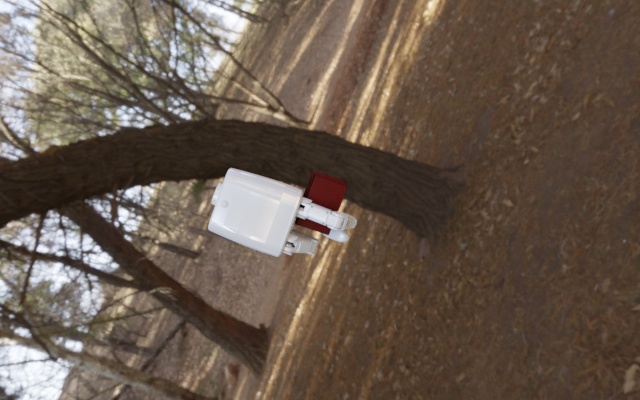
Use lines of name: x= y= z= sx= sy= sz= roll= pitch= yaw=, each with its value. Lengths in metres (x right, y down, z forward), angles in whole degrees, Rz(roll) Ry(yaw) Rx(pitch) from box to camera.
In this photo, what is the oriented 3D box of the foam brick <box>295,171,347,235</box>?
foam brick: x=0.000 y=0.002 z=0.688 sx=0.051 sy=0.078 sz=0.053 roll=20 pitch=7 yaw=-6
